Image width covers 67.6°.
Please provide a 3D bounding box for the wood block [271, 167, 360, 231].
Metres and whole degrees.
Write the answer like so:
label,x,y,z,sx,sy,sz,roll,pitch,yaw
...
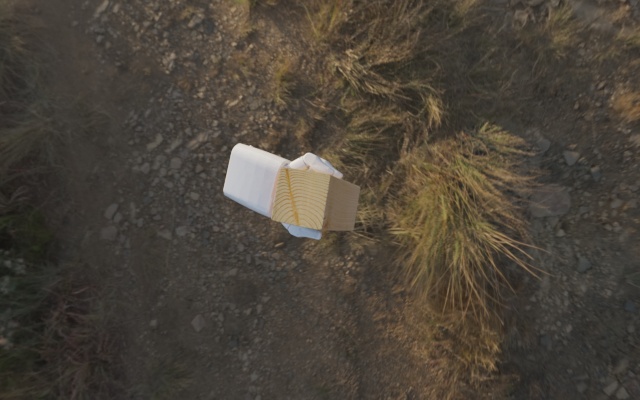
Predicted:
label,x,y,z,sx,sy,sz,roll,pitch,yaw
wood block,0.000,0.003,0.852,0.090,0.091,0.206,10,0,18
